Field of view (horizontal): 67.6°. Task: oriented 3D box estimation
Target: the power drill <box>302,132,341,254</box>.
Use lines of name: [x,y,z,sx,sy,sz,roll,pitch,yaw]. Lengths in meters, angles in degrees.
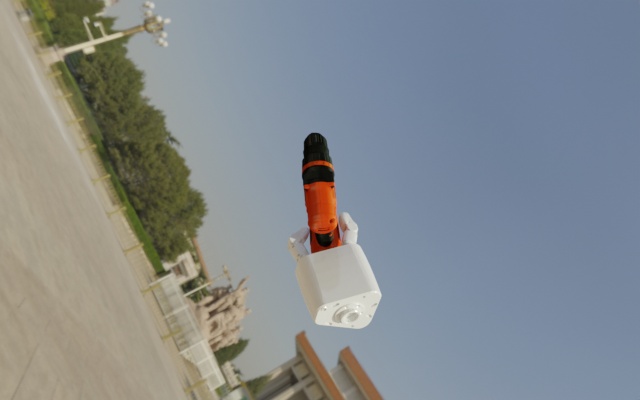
power drill: [0.000,0.003,0.818,0.057,0.184,0.188,-5,-33,3]
